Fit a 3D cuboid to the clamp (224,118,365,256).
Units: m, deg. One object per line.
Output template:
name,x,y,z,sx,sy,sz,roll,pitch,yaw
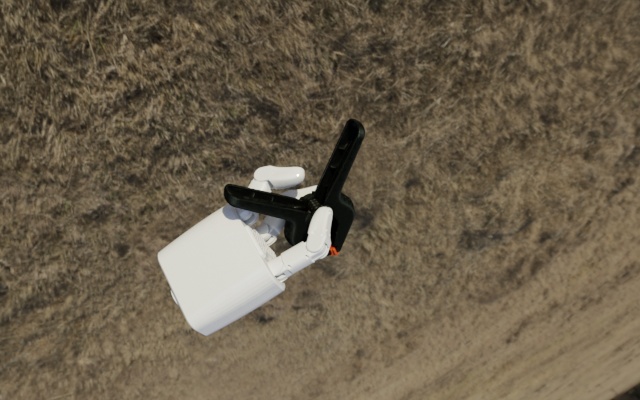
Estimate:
clamp,0.000,0.003,0.572,0.164,0.036,0.210,-32,-36,0
